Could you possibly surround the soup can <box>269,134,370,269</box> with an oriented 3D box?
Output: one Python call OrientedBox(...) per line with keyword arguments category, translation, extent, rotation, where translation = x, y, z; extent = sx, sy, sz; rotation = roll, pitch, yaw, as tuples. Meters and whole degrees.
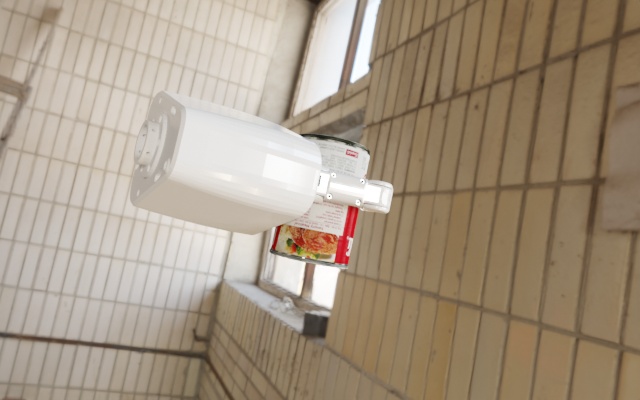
OrientedBox(category="soup can", translation=(0.001, 0.001, 0.406), extent=(0.068, 0.102, 0.068), rotation=(12, -4, 1))
